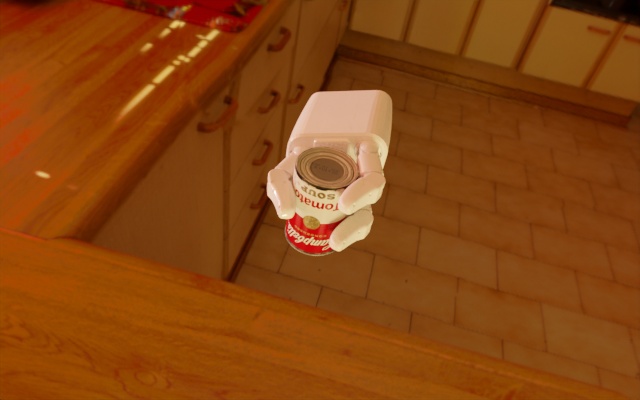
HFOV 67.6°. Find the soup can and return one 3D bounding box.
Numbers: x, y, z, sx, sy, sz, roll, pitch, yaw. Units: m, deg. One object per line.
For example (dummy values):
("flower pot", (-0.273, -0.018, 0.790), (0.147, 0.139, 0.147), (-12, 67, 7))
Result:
("soup can", (0.000, 0.002, 0.516), (0.068, 0.102, 0.068), (6, 44, -6))
